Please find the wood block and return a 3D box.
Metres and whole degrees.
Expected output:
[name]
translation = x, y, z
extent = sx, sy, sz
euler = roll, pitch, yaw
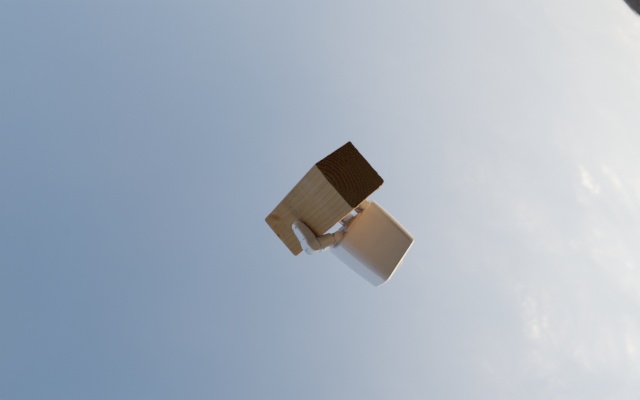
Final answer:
[wood block]
translation = 0.000, 0.003, 0.804
extent = 0.090, 0.090, 0.206
euler = -38, -3, -39
